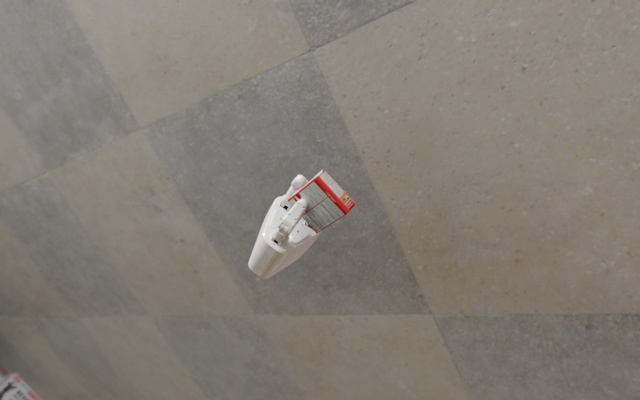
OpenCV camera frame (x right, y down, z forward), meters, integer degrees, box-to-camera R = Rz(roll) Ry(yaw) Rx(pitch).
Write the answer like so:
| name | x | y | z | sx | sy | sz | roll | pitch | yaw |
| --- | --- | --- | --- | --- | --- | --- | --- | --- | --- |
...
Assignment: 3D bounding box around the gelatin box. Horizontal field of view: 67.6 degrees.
| name | x | y | z | sx | sy | sz | roll | pitch | yaw |
| --- | --- | --- | --- | --- | --- | --- | --- | --- | --- |
| gelatin box | 0.000 | 0.003 | 0.744 | 0.089 | 0.073 | 0.030 | -36 | 8 | 48 |
